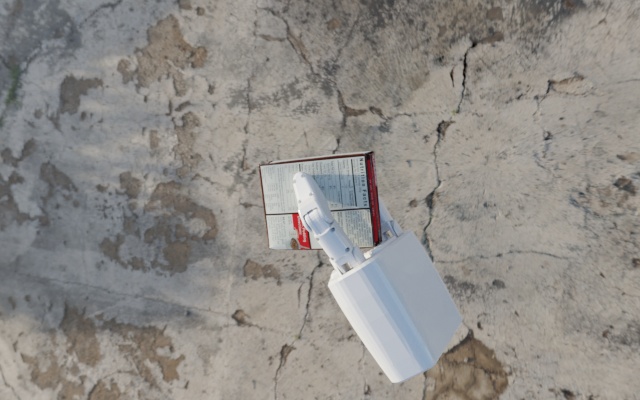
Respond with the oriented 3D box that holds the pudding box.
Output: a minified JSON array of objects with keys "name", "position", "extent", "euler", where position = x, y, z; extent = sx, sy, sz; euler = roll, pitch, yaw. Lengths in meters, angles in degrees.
[{"name":"pudding box","position":[0.000,0.002,0.465],"extent":[0.113,0.090,0.039],"euler":[-4,6,17]}]
